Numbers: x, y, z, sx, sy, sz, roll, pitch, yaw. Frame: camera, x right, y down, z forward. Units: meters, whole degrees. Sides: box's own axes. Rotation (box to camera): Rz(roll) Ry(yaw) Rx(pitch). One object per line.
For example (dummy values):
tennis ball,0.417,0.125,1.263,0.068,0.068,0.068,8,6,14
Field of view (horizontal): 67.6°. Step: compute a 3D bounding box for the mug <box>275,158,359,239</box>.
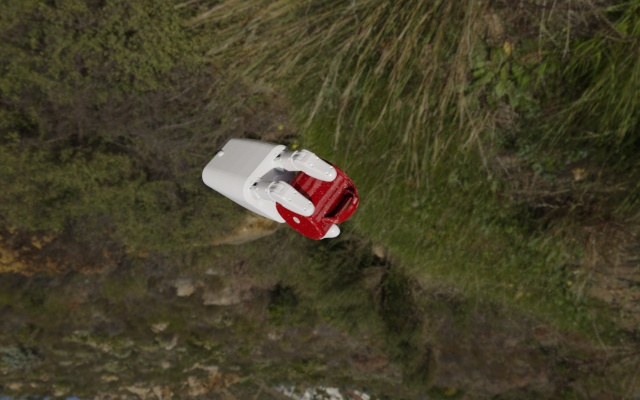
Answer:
mug,0.001,0.003,0.654,0.117,0.081,0.093,17,-28,41
